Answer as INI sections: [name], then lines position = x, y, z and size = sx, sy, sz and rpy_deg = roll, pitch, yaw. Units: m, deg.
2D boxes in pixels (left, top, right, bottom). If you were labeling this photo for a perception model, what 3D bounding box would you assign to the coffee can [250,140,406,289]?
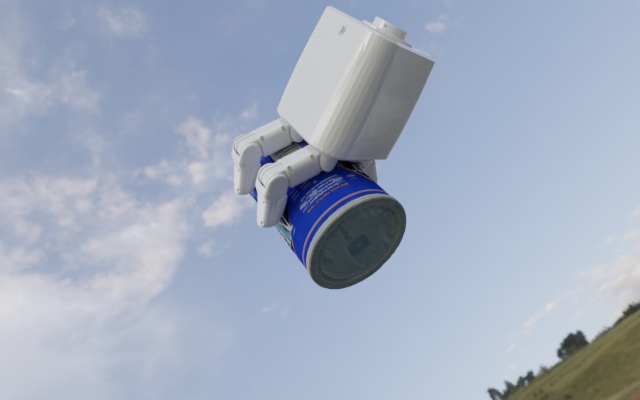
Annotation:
[coffee can]
position = 0.000, 0.002, 0.465
size = 0.103, 0.103, 0.140
rpy_deg = 0, 34, -37
